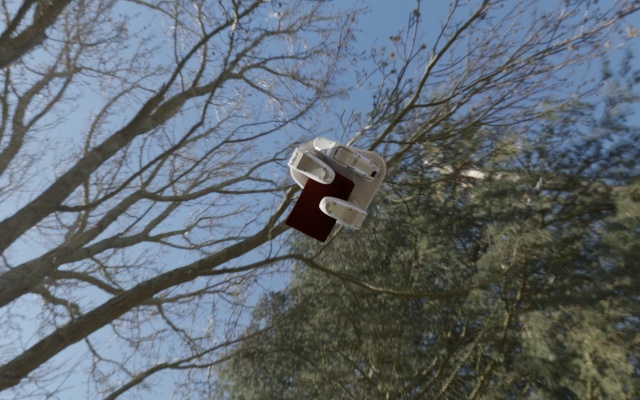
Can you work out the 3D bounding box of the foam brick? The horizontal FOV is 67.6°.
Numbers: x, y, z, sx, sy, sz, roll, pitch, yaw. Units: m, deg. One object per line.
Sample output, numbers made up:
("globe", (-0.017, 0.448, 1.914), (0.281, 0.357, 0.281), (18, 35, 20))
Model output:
("foam brick", (0.000, 0.002, 0.561), (0.053, 0.078, 0.051), (28, 6, -2))
